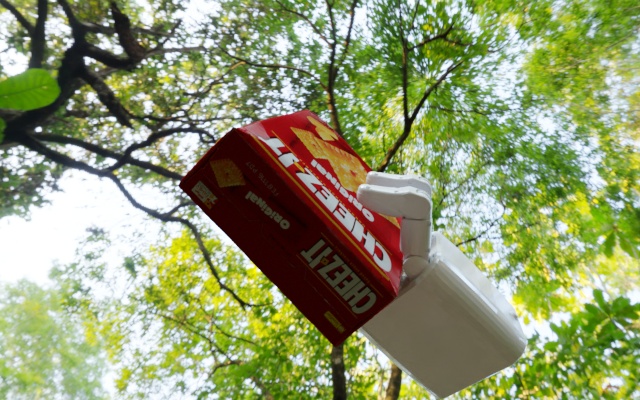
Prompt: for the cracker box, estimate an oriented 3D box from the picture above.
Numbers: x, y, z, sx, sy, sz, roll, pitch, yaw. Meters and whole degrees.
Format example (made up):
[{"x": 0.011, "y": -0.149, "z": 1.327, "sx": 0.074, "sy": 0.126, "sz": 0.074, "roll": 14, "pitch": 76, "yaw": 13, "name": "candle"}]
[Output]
[{"x": 0.000, "y": 0.001, "z": 0.427, "sx": 0.072, "sy": 0.164, "sz": 0.213, "roll": -44, "pitch": 1, "yaw": 18, "name": "cracker box"}]
